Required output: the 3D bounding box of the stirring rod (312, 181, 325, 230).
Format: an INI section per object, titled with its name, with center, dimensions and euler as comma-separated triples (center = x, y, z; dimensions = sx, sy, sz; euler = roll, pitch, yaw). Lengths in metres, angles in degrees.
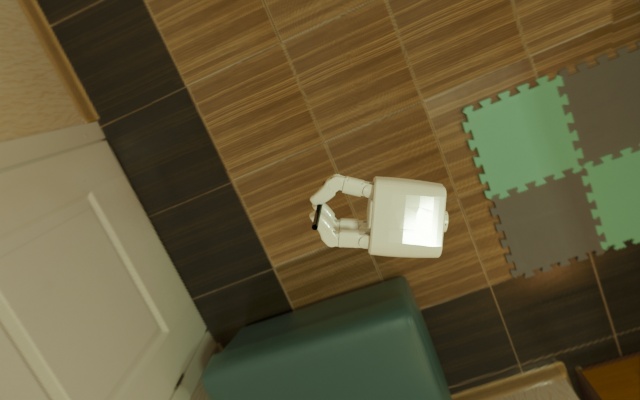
[stirring rod]
center = 0.000, 0.002, 0.742
dimensions = 0.011, 0.011, 0.239
euler = 0, 16, 4
